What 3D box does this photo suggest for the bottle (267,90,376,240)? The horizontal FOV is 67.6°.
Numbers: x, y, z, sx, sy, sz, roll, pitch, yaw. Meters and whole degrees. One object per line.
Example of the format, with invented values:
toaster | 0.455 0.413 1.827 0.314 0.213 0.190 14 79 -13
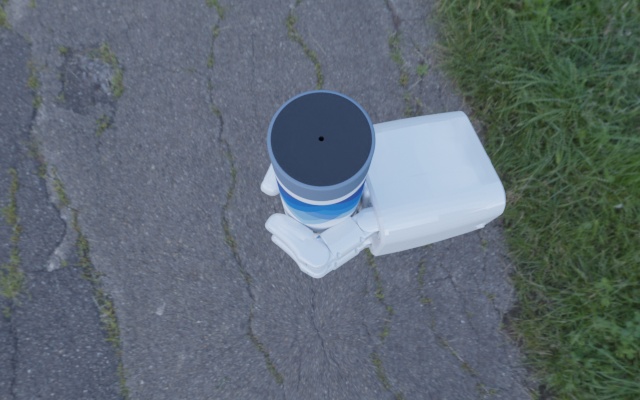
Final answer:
bottle | 0.000 0.001 0.432 0.069 0.069 0.296 0 -15 0
